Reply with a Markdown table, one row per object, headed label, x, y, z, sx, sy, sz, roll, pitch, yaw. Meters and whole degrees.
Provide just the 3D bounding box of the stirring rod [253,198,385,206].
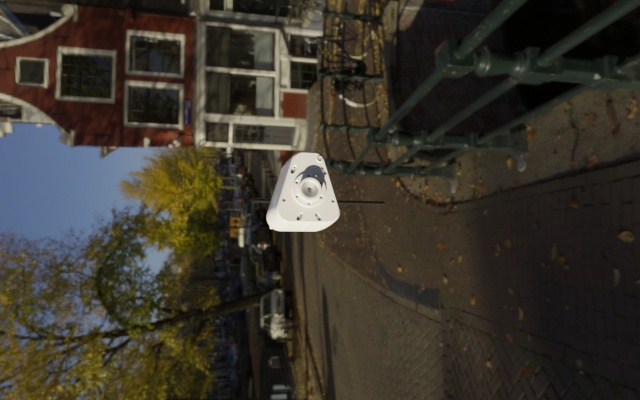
| label | x | y | z | sx | sy | sz | roll | pitch | yaw |
| --- | --- | --- | --- | --- | --- | --- | --- | --- | --- |
| stirring rod | 0.000 | 0.003 | 0.859 | 0.239 | 0.011 | 0.011 | 1 | 0 | -12 |
